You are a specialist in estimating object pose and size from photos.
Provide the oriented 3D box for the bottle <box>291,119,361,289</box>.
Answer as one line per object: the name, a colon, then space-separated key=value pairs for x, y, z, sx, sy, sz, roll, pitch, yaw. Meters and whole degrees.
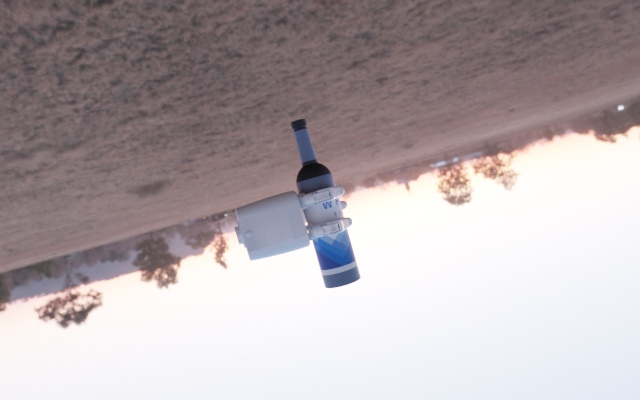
bottle: x=0.000 y=0.003 z=0.837 sx=0.069 sy=0.295 sz=0.069 roll=-16 pitch=1 yaw=0
